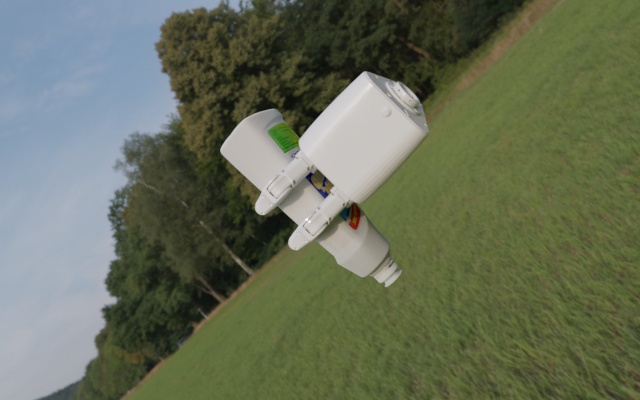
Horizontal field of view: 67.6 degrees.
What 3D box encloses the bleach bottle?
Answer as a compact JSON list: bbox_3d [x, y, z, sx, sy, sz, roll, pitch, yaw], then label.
[{"bbox_3d":[0.000,0.002,0.575,0.068,0.251,0.102,-46,-1,25],"label":"bleach bottle"}]
